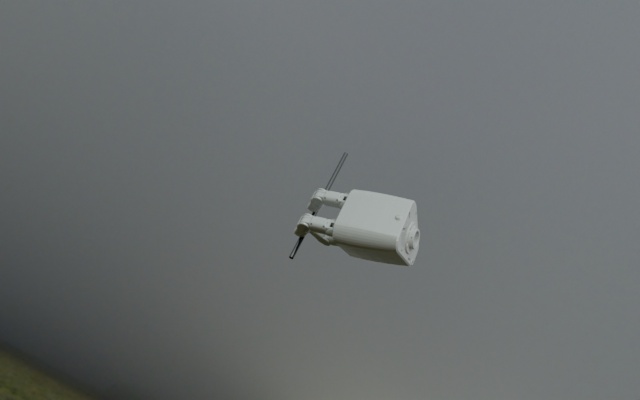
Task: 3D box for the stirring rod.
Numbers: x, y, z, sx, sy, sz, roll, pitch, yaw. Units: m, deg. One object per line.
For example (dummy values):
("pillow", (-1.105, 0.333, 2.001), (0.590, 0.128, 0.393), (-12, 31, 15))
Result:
("stirring rod", (0.000, 0.003, 0.843), (0.011, 0.239, 0.011), (20, -32, 13))
